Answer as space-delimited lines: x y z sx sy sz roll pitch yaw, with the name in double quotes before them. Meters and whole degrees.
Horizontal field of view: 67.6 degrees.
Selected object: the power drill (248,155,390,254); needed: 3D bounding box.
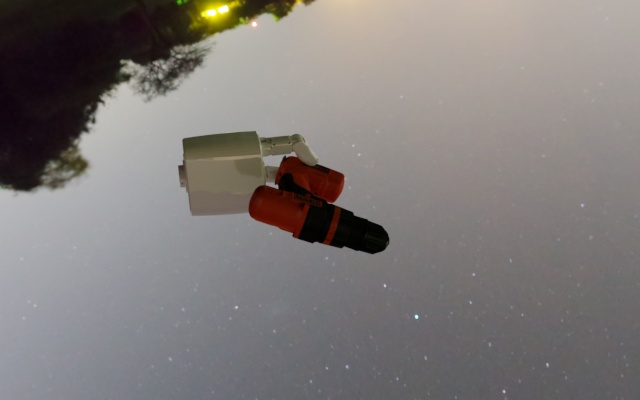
"power drill" 0.000 0.002 0.667 0.184 0.057 0.187 20 18 -7
